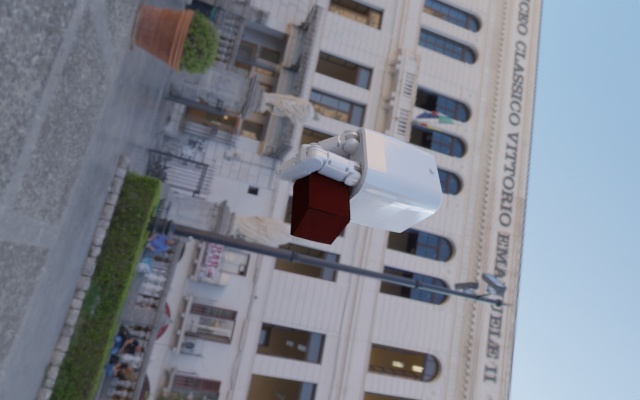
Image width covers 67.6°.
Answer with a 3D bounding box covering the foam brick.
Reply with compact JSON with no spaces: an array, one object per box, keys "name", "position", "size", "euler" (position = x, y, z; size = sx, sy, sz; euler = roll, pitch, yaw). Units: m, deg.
[{"name":"foam brick","position":[0.000,0.002,0.543],"size":[0.051,0.078,0.053],"euler":[18,-44,-18]}]
